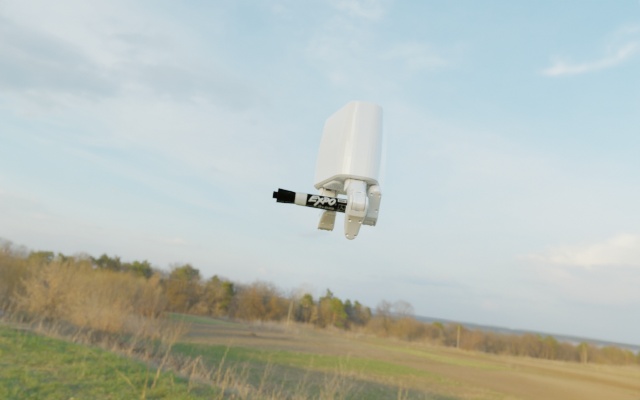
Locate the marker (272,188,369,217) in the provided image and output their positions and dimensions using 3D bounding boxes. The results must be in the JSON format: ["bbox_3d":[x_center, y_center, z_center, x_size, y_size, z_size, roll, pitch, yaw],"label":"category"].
[{"bbox_3d":[0.000,0.002,0.598,0.121,0.020,0.020,9,-1,-5],"label":"marker"}]
